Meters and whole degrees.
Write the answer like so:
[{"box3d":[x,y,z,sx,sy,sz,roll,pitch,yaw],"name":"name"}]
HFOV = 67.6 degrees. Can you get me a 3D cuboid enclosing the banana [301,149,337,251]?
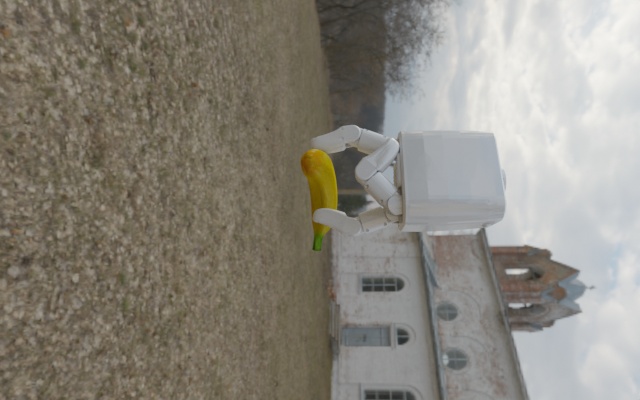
[{"box3d":[0.001,-0.012,0.597,0.037,0.069,0.198,-1,-35,5],"name":"banana"}]
